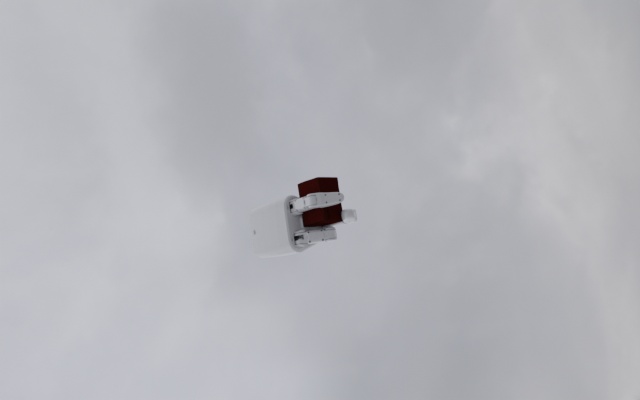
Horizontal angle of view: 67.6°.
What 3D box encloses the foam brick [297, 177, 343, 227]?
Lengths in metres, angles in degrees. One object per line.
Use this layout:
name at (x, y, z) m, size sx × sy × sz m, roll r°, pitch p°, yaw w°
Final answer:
foam brick at (0.000, 0.002, 0.816) m, size 0.051 × 0.078 × 0.053 m, roll -16°, pitch -11°, yaw 43°
